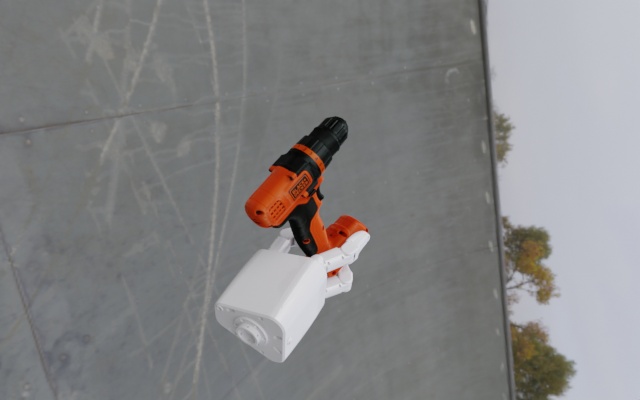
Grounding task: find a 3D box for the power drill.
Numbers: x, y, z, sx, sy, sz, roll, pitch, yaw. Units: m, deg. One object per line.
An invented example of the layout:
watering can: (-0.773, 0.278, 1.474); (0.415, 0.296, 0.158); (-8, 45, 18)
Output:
power drill: (0.000, 0.003, 0.659); (0.057, 0.184, 0.188); (22, -27, 45)
